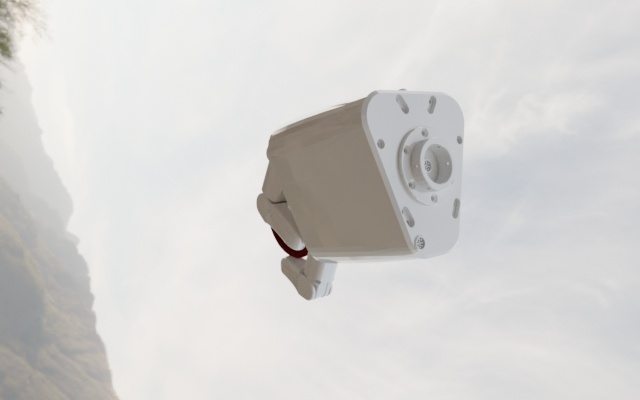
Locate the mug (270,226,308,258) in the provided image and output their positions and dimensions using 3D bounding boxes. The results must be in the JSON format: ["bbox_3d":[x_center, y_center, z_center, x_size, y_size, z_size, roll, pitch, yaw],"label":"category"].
[{"bbox_3d":[-0.001,0.002,0.451,0.081,0.093,0.117,-7,0,-35],"label":"mug"}]
